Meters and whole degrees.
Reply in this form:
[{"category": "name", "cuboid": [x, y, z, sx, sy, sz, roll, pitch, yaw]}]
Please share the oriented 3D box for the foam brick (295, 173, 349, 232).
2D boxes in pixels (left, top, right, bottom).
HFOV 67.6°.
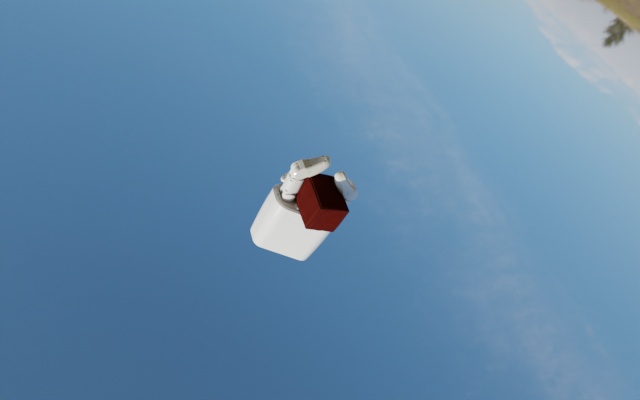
[{"category": "foam brick", "cuboid": [0.000, 0.003, 0.731, 0.053, 0.078, 0.051, 10, -48, -32]}]
